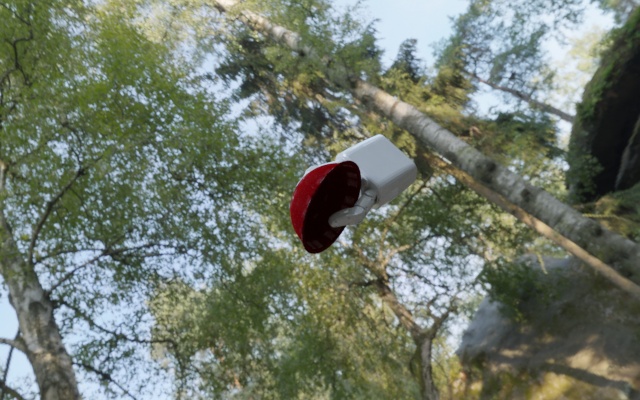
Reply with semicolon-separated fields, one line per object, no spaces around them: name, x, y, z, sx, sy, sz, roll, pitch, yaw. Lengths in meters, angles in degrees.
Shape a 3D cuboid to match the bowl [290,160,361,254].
bowl;-0.001;0.003;0.770;0.055;0.162;0.162;26;12;27
